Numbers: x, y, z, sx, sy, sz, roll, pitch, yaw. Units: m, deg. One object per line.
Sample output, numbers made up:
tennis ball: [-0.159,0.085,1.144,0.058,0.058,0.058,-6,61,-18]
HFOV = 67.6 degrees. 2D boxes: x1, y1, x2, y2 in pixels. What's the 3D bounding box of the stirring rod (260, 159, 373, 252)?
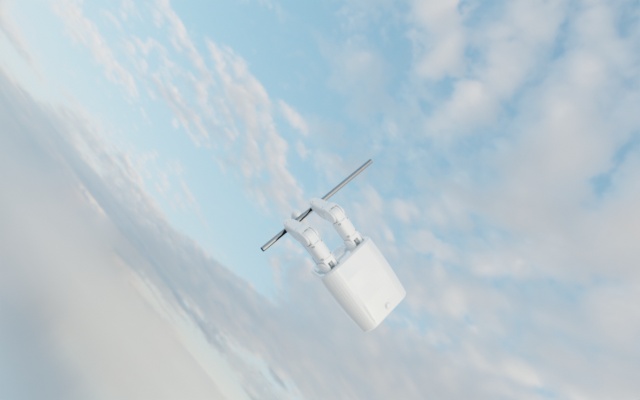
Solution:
stirring rod: [0.000,0.003,0.737,0.239,0.011,0.011,-39,20,-26]
